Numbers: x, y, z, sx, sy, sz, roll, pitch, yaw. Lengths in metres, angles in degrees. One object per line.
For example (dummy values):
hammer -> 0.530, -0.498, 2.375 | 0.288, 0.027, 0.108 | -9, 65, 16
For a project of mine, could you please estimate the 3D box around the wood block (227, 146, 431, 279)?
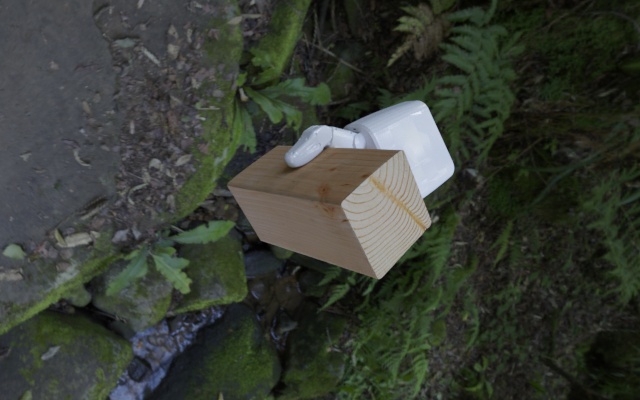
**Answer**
wood block -> 0.000, 0.001, 0.515 | 0.090, 0.091, 0.206 | -41, 29, -27
